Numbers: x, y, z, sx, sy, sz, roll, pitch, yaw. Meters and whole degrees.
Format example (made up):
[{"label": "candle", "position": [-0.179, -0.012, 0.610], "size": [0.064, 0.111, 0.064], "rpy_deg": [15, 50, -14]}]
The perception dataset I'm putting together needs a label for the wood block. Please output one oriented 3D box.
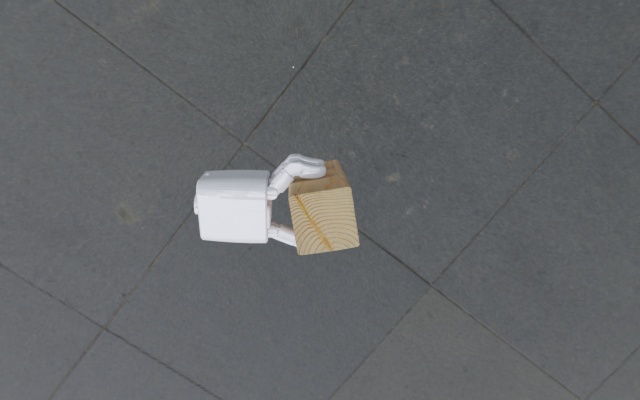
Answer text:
[{"label": "wood block", "position": [0.000, 0.003, 0.758], "size": [0.090, 0.091, 0.206], "rpy_deg": [-9, 16, -1]}]
